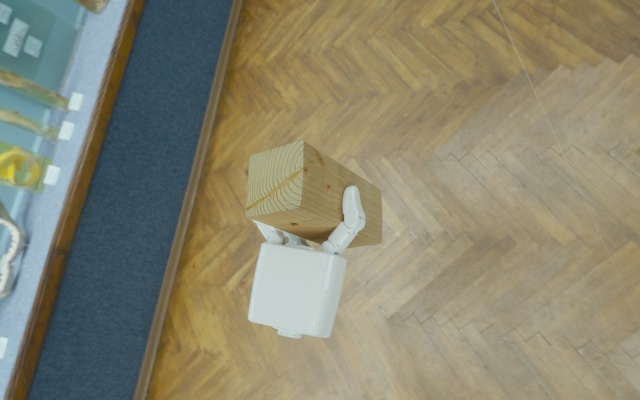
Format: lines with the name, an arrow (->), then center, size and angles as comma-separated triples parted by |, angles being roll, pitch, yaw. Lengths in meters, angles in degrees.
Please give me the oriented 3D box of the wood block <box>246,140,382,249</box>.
wood block -> 0.000, 0.003, 0.674 | 0.091, 0.090, 0.206 | -11, -22, 32
